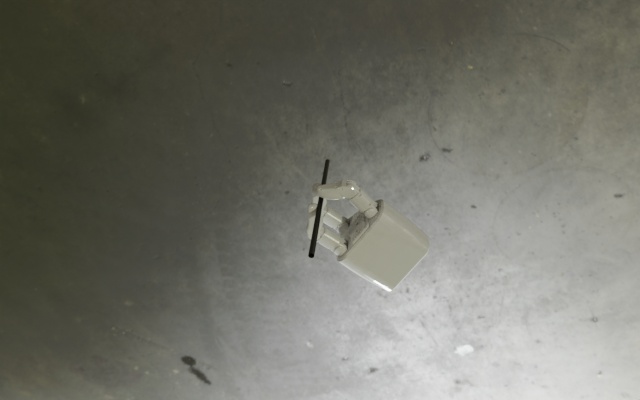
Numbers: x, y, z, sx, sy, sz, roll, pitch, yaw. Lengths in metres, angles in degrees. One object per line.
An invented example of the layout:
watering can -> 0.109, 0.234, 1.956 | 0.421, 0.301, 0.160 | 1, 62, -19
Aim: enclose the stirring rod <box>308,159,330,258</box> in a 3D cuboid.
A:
stirring rod -> 0.000, 0.002, 0.713 | 0.011, 0.011, 0.239 | 0, 35, 7
